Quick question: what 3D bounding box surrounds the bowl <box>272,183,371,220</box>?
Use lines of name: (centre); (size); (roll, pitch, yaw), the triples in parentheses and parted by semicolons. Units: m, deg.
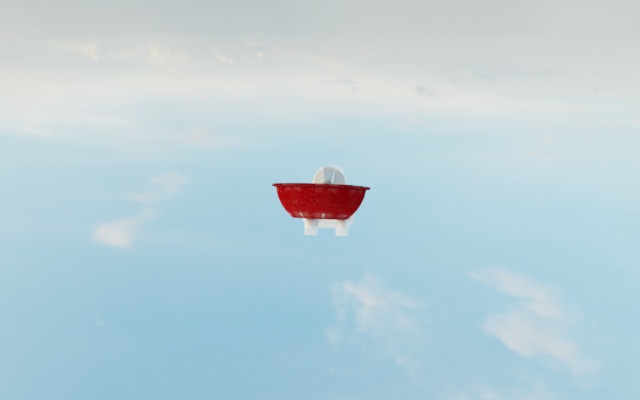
bowl: (0.000, 0.003, 0.779); (0.162, 0.055, 0.162); (2, -1, 0)
